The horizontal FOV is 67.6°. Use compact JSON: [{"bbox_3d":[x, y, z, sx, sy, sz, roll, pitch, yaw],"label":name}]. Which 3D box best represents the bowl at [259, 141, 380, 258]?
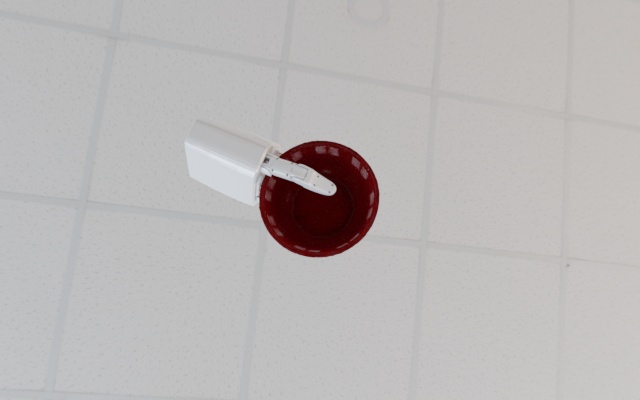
[{"bbox_3d":[0.001,0.003,0.657,0.162,0.162,0.055,0,-15,7],"label":"bowl"}]
